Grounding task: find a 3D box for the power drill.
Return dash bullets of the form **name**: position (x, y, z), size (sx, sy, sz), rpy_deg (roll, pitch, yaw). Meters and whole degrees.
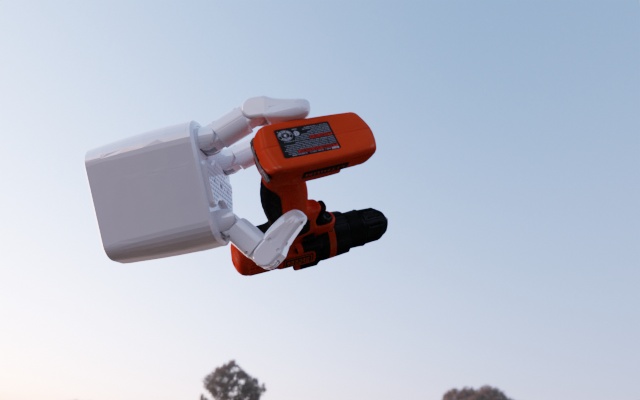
- **power drill**: position (0.000, 0.001, 0.481), size (0.184, 0.057, 0.188), rpy_deg (-14, -37, -19)
